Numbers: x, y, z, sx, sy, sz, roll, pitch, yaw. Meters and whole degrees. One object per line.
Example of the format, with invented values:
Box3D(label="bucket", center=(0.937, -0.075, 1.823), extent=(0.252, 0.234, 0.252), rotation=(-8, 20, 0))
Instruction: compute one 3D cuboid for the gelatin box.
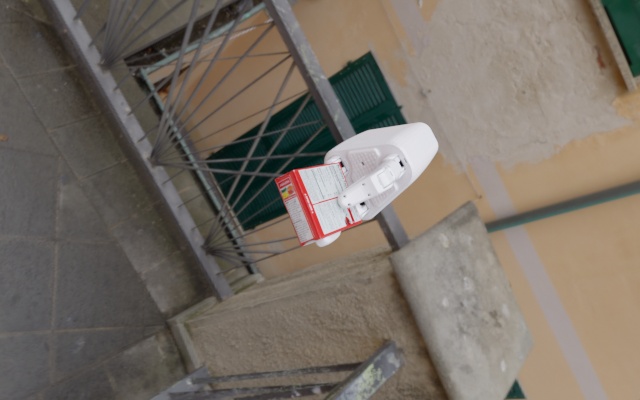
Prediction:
Box3D(label="gelatin box", center=(0.000, 0.002, 0.501), extent=(0.030, 0.073, 0.089), rotation=(-24, -4, 34))
